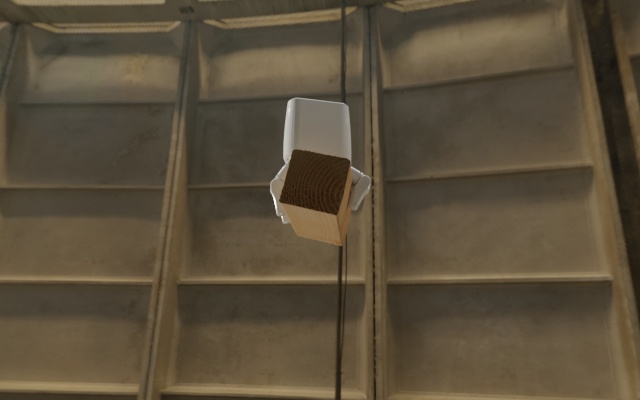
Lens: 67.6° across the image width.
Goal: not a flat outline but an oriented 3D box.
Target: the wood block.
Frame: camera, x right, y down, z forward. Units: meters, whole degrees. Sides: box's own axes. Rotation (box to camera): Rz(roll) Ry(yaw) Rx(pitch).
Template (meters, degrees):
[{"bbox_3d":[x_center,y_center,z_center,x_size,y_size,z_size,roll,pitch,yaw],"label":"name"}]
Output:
[{"bbox_3d":[0.001,0.002,0.787,0.091,0.090,0.206,12,-16,9],"label":"wood block"}]
